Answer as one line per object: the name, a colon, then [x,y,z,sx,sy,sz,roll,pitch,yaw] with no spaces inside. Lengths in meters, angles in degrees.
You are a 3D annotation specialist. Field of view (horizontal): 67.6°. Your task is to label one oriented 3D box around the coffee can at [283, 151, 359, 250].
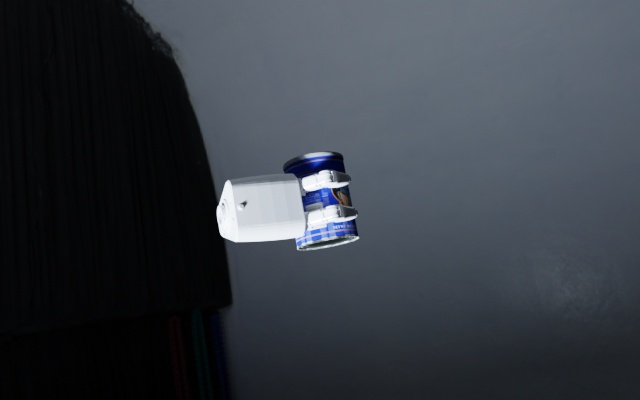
coffee can: [0.000,0.002,0.784,0.103,0.140,0.103,-10,-12,-2]
